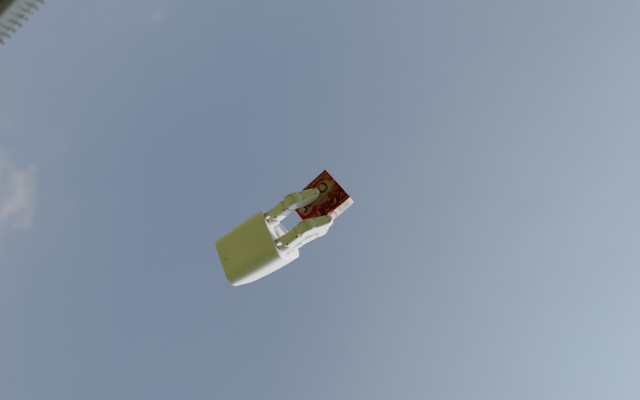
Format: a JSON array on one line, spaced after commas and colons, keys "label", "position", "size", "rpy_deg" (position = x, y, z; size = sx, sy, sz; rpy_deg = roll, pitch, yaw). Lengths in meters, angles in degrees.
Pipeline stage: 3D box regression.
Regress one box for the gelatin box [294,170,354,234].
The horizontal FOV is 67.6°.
[{"label": "gelatin box", "position": [0.001, 0.003, 0.826], "size": [0.089, 0.073, 0.030], "rpy_deg": [-41, -28, 0]}]
